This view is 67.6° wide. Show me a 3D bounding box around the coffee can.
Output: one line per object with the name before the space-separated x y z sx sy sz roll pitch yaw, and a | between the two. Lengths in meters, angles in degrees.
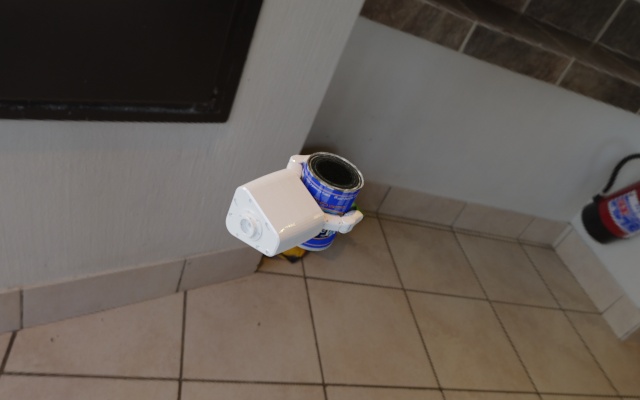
coffee can | 0.000 0.003 0.826 0.103 0.140 0.102 17 36 -13
